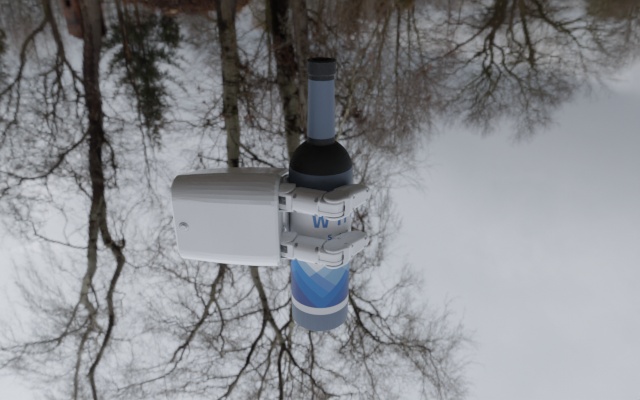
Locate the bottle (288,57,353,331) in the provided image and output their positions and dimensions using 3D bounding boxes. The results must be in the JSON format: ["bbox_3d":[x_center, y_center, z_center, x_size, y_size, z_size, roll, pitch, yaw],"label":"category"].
[{"bbox_3d":[0.000,0.002,0.507,0.069,0.296,0.069,0,25,0],"label":"bottle"}]
